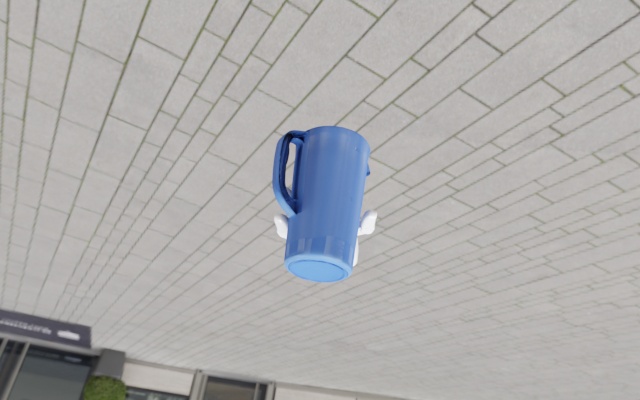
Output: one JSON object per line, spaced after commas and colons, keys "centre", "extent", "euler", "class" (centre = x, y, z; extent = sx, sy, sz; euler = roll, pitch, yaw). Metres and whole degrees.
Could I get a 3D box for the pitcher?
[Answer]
{"centre": [0.000, 0.003, 0.793], "extent": [0.149, 0.242, 0.145], "euler": [2, -30, 10], "class": "pitcher"}
